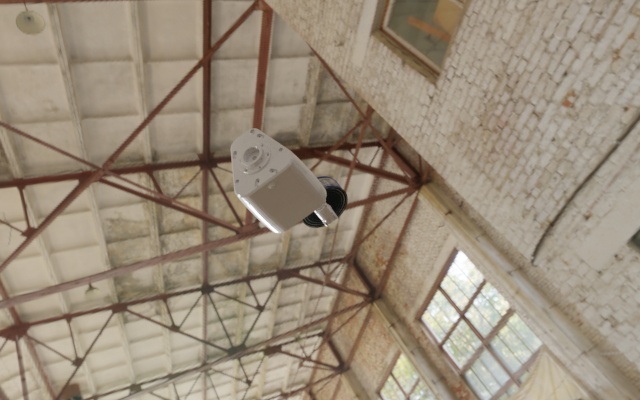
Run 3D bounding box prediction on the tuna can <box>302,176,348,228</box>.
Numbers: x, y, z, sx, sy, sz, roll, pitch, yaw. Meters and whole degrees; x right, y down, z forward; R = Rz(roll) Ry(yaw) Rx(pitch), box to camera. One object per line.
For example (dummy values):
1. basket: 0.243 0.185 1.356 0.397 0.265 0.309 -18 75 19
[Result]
1. tuna can: 0.000 0.002 0.791 0.086 0.086 0.033 0 38 -35
